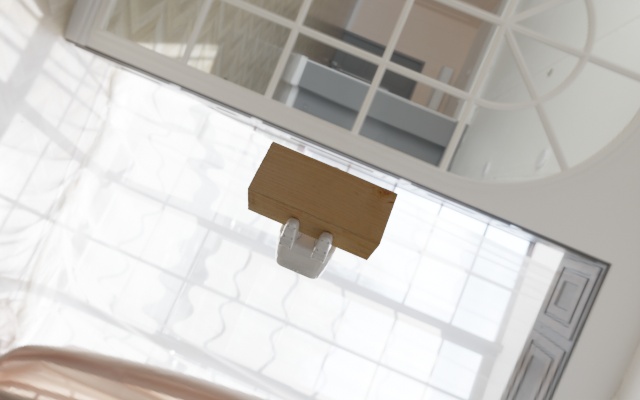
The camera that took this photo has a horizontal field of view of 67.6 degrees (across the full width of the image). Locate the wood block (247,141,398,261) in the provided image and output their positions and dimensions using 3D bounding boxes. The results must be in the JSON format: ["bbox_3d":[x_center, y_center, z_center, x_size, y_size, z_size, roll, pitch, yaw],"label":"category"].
[{"bbox_3d":[0.000,0.002,0.737,0.206,0.090,0.090,23,-24,2],"label":"wood block"}]
